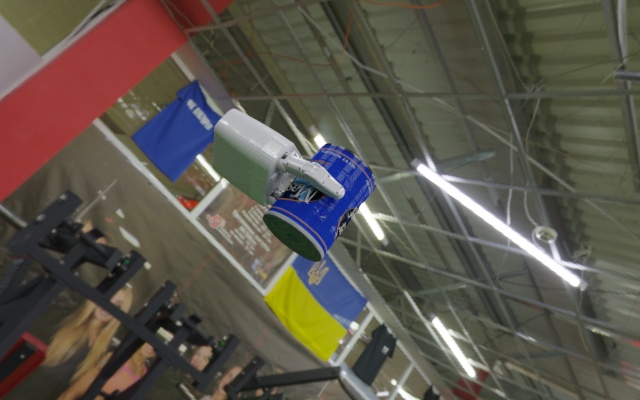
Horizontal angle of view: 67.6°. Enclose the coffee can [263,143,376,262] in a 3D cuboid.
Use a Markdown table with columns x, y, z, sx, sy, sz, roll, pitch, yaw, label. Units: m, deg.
| x | y | z | sx | sy | sz | roll | pitch | yaw | label |
| --- | --- | --- | --- | --- | --- | --- | --- | --- | --- |
| 0.000 | 0.002 | 0.688 | 0.103 | 0.140 | 0.103 | 33 | -22 | 15 | coffee can |
